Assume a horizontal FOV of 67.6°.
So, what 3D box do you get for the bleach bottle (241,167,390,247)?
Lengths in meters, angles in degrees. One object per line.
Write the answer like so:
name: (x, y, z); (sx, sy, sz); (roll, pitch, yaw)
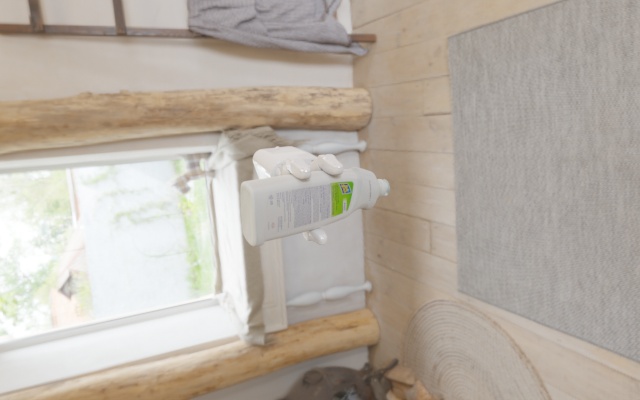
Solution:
bleach bottle: (0.000, 0.002, 0.776); (0.251, 0.103, 0.068); (-9, 21, -25)
